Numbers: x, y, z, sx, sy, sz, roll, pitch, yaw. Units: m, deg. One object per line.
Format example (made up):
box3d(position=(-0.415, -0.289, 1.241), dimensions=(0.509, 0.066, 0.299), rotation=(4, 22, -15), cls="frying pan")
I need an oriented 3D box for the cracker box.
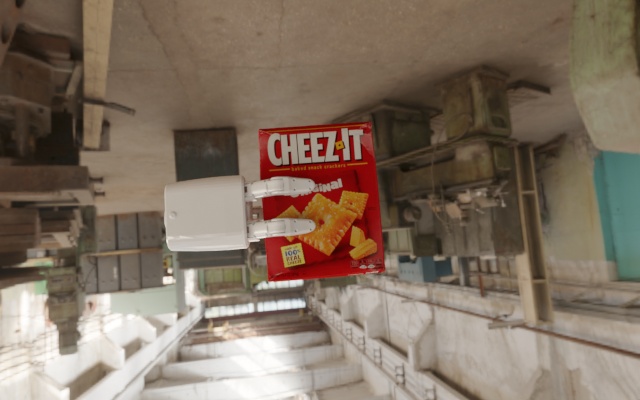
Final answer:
box3d(position=(0.000, 0.002, 0.681), dimensions=(0.164, 0.213, 0.072), rotation=(-4, -6, -3), cls="cracker box")
